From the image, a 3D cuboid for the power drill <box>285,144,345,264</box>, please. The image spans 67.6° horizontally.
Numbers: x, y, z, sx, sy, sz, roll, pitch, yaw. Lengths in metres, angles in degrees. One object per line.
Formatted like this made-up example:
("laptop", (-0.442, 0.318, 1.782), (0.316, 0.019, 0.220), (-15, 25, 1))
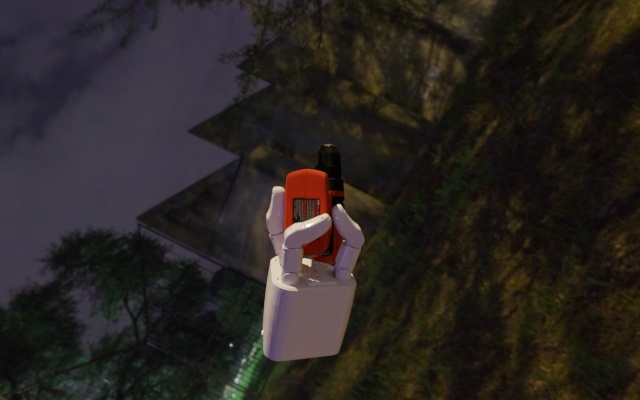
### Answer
("power drill", (0.000, 0.002, 0.670), (0.057, 0.184, 0.187), (-2, -2, 11))
